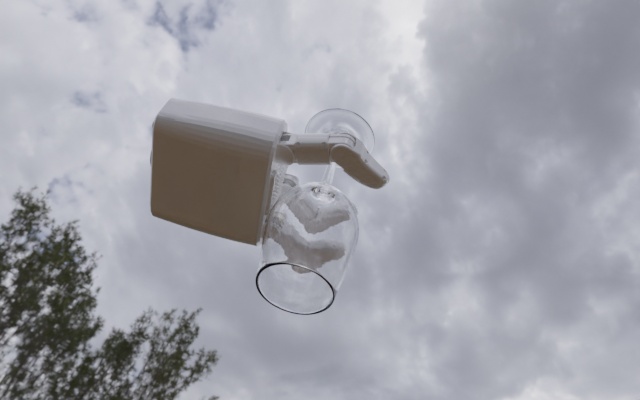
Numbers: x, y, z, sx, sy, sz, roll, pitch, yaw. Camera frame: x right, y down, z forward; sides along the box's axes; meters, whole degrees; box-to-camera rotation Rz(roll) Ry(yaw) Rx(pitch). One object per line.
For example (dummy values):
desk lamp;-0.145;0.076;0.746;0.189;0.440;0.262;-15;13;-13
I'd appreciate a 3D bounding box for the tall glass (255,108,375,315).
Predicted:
tall glass;0.000;0.001;0.428;0.079;0.079;0.201;0;42;15
